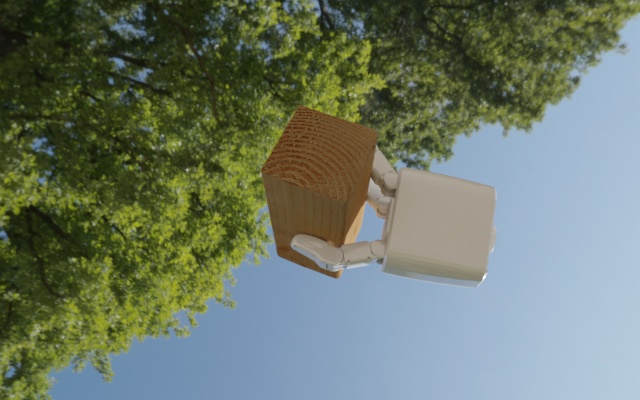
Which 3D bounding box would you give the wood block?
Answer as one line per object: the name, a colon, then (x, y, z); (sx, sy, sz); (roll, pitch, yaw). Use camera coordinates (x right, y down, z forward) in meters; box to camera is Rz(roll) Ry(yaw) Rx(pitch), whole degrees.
wood block: (0.000, 0.002, 0.547); (0.090, 0.090, 0.206); (20, -27, 11)
